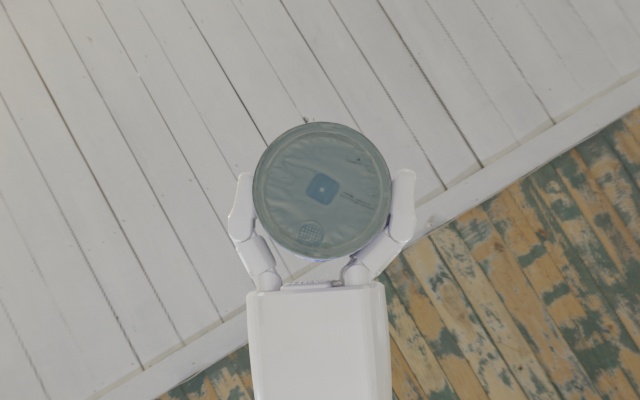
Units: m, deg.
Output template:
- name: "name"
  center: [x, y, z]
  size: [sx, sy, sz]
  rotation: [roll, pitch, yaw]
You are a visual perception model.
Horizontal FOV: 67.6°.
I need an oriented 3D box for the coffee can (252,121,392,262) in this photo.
- name: "coffee can"
  center: [0.000, 0.001, 0.415]
  size: [0.103, 0.103, 0.140]
  rotation: [0, -8, -1]
